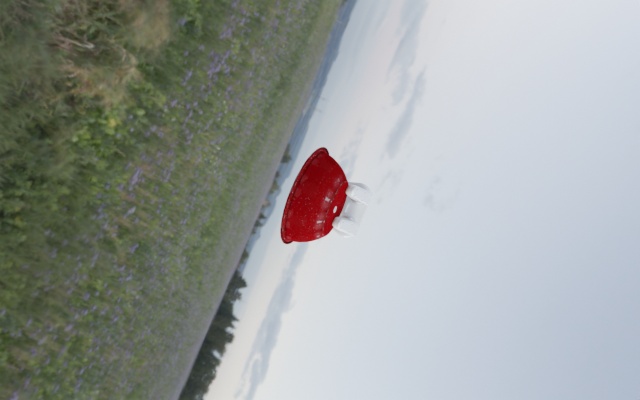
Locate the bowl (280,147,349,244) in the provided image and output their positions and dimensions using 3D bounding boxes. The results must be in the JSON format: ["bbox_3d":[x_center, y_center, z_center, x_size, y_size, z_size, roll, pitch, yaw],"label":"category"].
[{"bbox_3d":[0.000,0.003,0.734,0.055,0.162,0.162,23,6,15],"label":"bowl"}]
